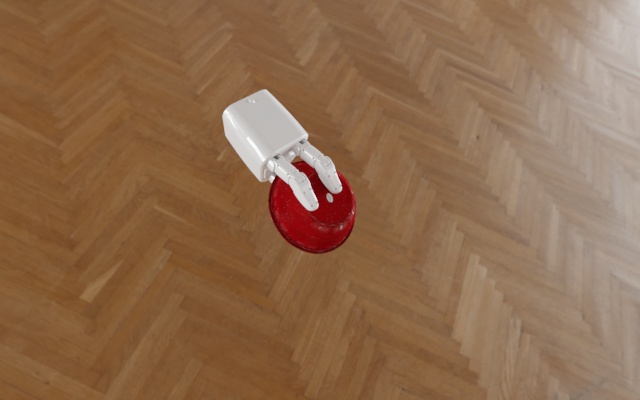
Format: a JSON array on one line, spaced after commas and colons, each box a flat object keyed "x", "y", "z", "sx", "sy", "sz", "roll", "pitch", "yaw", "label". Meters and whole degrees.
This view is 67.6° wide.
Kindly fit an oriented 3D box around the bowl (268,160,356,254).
[{"x": 0.001, "y": 0.003, "z": 0.772, "sx": 0.162, "sy": 0.162, "sz": 0.055, "roll": 0, "pitch": -16, "yaw": -29, "label": "bowl"}]
